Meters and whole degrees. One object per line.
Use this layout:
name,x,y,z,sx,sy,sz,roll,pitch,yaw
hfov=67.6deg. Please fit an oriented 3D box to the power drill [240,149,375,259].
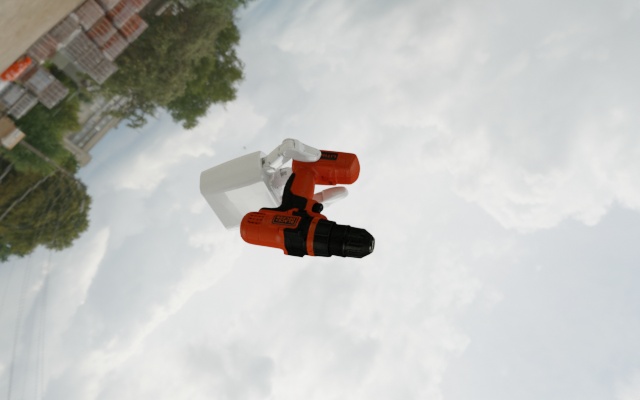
power drill,0.000,0.002,0.677,0.184,0.057,0.187,8,41,15
